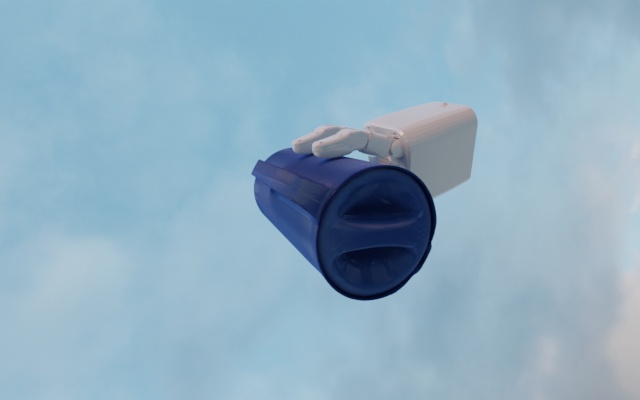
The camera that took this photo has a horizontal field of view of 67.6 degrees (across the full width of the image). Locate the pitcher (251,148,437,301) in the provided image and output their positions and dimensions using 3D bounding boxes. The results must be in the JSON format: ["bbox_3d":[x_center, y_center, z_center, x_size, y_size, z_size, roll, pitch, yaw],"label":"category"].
[{"bbox_3d":[0.000,0.002,0.544,0.145,0.149,0.242,-22,21,-20],"label":"pitcher"}]
